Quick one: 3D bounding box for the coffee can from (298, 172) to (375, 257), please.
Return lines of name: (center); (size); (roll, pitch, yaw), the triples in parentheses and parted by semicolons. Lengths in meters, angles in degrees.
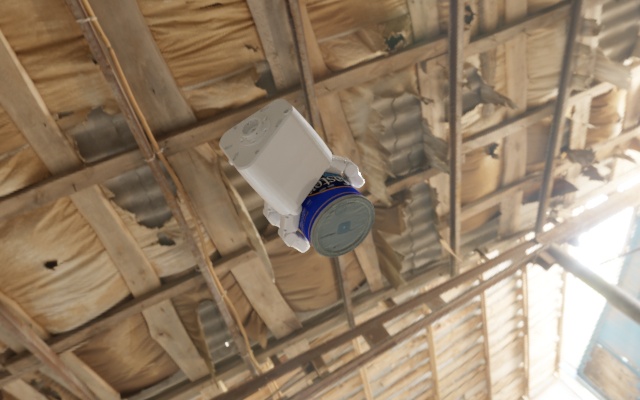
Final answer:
coffee can: (0.000, 0.002, 0.713); (0.103, 0.103, 0.140); (0, 31, -35)
